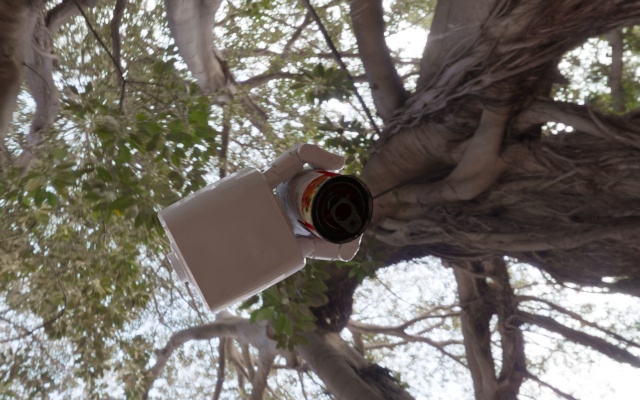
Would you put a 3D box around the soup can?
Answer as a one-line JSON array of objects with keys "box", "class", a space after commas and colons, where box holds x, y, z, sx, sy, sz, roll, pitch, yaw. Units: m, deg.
[{"box": [0.000, 0.001, 0.500, 0.068, 0.068, 0.102, 0, 8, -26], "class": "soup can"}]
